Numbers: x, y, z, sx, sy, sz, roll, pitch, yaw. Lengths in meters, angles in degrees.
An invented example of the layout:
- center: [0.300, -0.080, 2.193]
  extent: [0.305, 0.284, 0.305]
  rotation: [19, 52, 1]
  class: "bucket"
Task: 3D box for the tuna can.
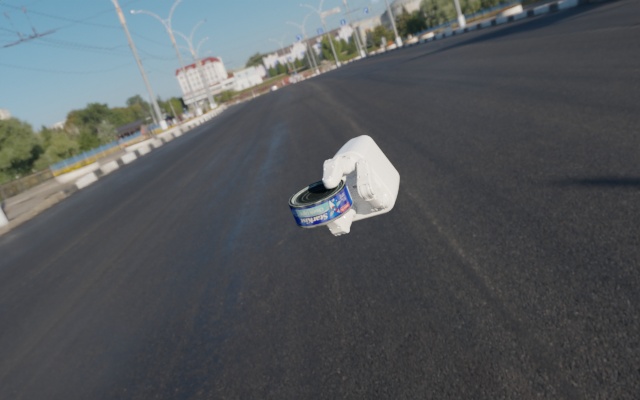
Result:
- center: [0.000, 0.002, 0.660]
  extent: [0.086, 0.034, 0.086]
  rotation: [-19, 20, 7]
  class: "tuna can"
